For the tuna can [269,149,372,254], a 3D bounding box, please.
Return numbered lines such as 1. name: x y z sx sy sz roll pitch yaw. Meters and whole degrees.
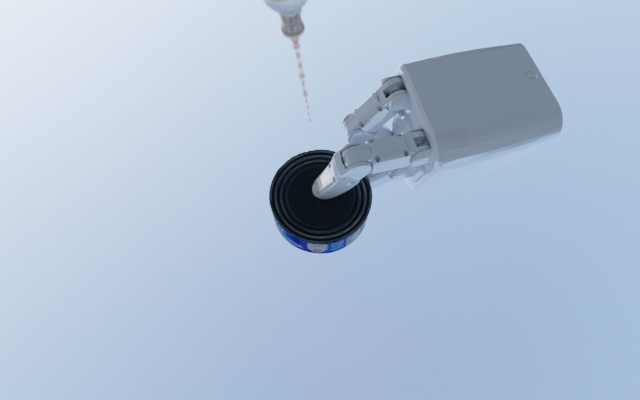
1. tuna can: 0.000 0.002 0.411 0.086 0.086 0.034 0 -24 -1
